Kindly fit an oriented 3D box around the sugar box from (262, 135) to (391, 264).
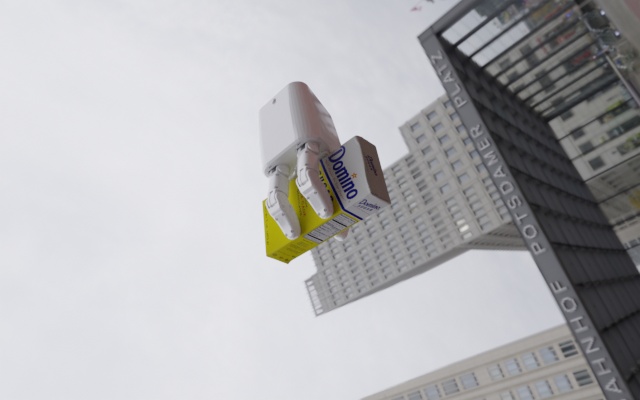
[{"bbox_3d":[0.000,0.002,0.607,0.048,0.093,0.176,25,-48,-39],"label":"sugar box"}]
